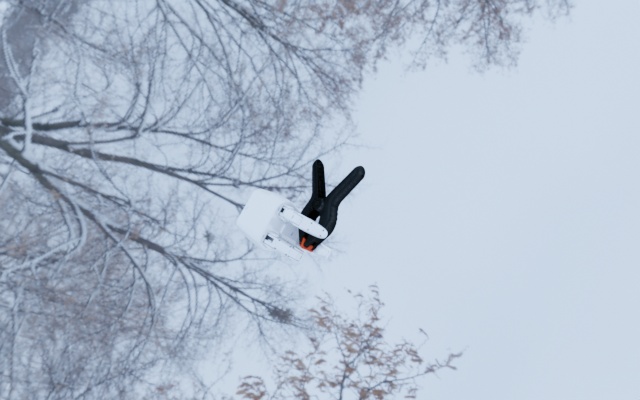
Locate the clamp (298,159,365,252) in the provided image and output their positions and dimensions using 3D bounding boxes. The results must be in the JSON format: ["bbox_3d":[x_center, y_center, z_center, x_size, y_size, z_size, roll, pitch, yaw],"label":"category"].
[{"bbox_3d":[0.001,0.003,0.841,0.039,0.171,0.120,32,-4,-37],"label":"clamp"}]
